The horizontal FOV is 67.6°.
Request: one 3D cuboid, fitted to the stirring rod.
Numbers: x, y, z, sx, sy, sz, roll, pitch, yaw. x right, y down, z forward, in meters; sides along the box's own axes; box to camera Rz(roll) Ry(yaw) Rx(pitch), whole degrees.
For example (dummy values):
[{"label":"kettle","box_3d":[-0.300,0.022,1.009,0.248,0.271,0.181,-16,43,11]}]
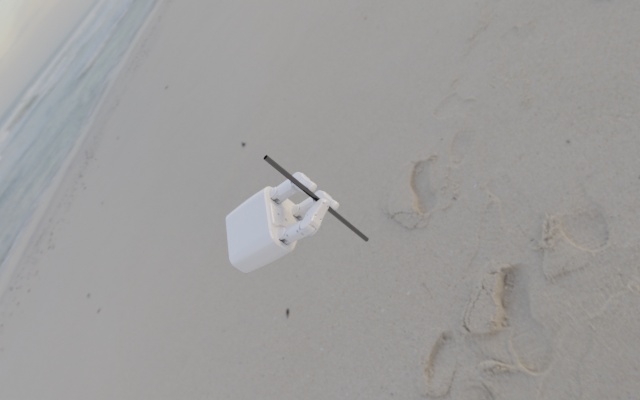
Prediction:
[{"label":"stirring rod","box_3d":[0.000,0.003,0.746,0.240,0.011,0.011,39,-24,-32]}]
